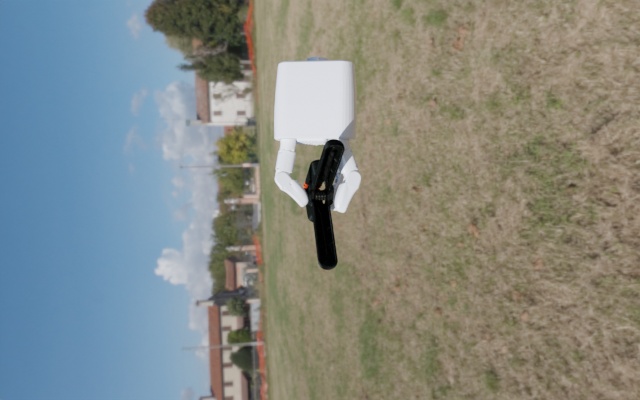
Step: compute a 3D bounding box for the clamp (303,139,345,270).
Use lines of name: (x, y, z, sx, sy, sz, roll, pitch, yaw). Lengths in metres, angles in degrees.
clamp: (-0.001, 0.002, 0.679, 0.036, 0.164, 0.210, 3, 3, -9)
